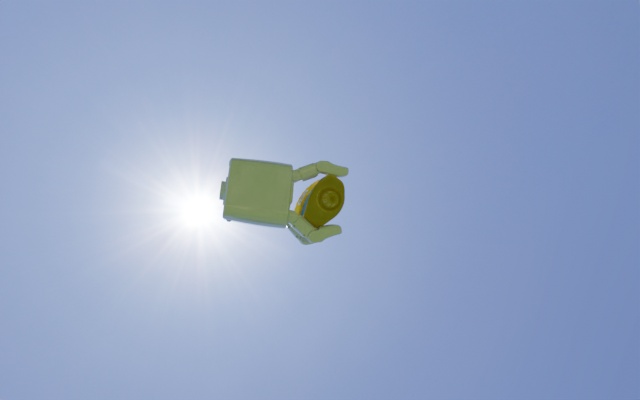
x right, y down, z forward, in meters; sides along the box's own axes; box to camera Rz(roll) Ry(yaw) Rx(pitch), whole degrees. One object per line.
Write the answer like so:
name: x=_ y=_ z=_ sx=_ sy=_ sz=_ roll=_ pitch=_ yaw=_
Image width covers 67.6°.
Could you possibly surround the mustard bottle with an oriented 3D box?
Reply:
mustard bottle: x=0.000 y=0.003 z=0.830 sx=0.058 sy=0.096 sz=0.191 roll=33 pitch=-9 yaw=-7
